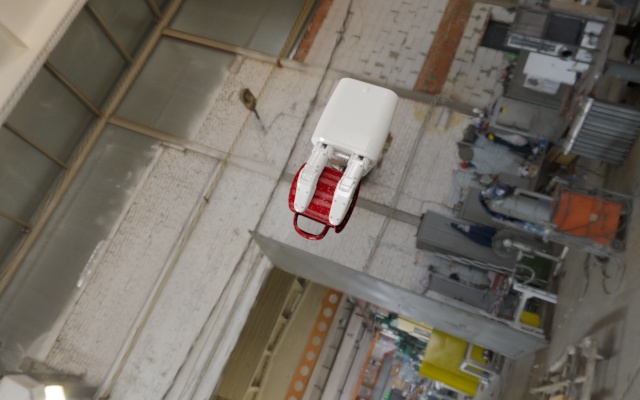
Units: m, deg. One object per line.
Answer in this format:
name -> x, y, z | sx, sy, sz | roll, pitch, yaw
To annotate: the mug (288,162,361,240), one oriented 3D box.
mug -> -0.001, 0.004, 0.702 | 0.081, 0.117, 0.093 | 20, -14, 16
